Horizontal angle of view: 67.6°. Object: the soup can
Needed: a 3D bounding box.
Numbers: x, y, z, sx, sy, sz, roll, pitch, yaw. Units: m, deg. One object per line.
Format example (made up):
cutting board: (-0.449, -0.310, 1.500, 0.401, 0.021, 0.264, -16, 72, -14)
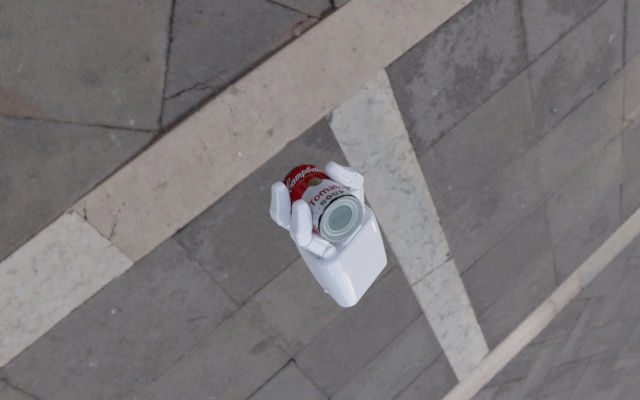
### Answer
soup can: (0.000, 0.002, 0.625, 0.068, 0.068, 0.102, 0, 26, -35)
